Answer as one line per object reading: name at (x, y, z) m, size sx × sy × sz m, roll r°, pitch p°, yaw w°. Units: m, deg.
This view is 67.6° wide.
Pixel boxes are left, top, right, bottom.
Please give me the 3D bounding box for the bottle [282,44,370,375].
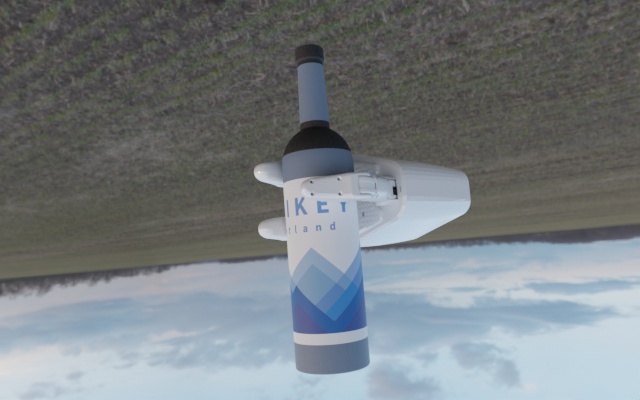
bottle at (0.000, 0.002, 0.442) m, size 0.069 × 0.295 × 0.069 m, roll -4°, pitch -6°, yaw 0°
